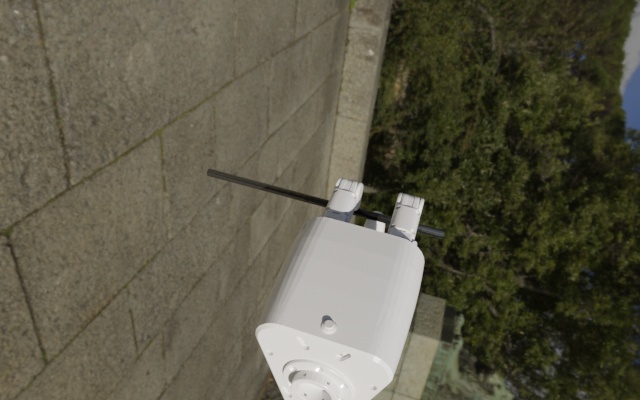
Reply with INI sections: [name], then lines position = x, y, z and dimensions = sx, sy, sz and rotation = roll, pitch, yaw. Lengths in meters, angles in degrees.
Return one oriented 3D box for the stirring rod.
[stirring rod]
position = 0.000, 0.002, 0.465
dimensions = 0.239, 0.011, 0.011
rotation = 15, 3, 11
